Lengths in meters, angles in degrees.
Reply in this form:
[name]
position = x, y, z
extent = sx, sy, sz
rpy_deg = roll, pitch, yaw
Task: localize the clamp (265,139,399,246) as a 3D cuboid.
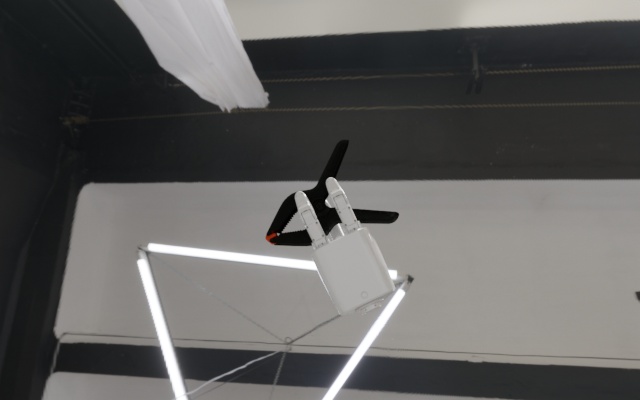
[clamp]
position = 0.000, 0.003, 0.784
extent = 0.210, 0.164, 0.036
rpy_deg = -25, -19, 1
